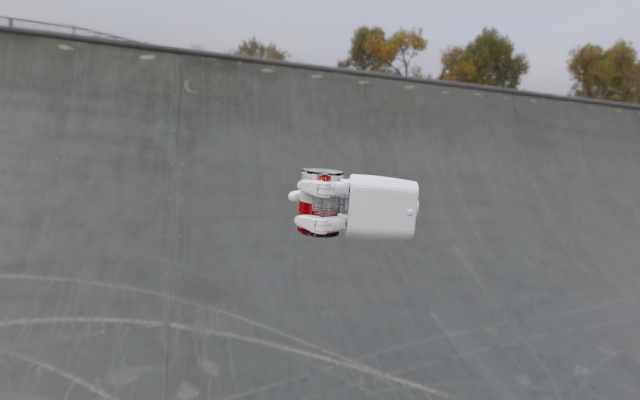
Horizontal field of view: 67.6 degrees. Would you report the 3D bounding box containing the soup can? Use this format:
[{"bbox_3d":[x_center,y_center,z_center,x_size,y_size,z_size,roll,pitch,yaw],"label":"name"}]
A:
[{"bbox_3d":[0.000,0.002,0.764,0.068,0.102,0.068,5,9,-1],"label":"soup can"}]
